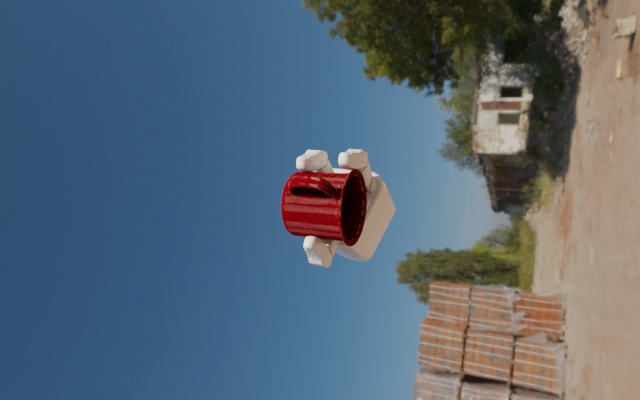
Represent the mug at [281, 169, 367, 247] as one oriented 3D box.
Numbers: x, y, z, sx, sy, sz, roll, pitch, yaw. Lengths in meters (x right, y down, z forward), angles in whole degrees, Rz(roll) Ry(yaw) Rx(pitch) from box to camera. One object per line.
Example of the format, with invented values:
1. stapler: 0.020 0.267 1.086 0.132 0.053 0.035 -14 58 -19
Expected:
1. mug: -0.001 0.001 0.577 0.081 0.093 0.117 4 -20 23
